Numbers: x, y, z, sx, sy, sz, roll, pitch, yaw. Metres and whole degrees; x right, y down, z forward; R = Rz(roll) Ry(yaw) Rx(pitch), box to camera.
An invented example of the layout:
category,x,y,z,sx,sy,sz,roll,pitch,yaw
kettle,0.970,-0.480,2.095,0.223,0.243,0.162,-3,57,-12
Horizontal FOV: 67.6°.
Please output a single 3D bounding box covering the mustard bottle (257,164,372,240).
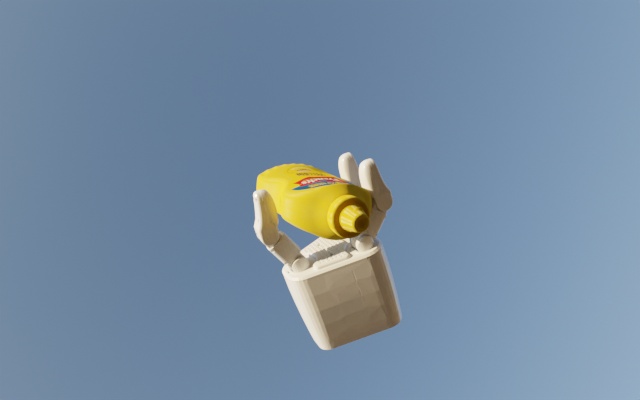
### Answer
category,x,y,z,sx,sy,sz,roll,pitch,yaw
mustard bottle,0.000,0.001,0.518,0.096,0.058,0.191,-1,13,-23
